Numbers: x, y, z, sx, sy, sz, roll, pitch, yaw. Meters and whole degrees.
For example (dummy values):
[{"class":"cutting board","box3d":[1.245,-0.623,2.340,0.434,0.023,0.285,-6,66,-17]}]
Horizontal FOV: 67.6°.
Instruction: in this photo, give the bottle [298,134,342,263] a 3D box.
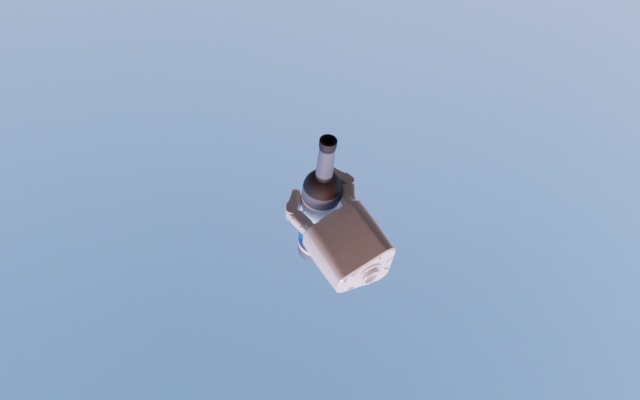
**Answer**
[{"class":"bottle","box3d":[0.000,0.003,0.821,0.069,0.069,0.296,0,-39,-6]}]
